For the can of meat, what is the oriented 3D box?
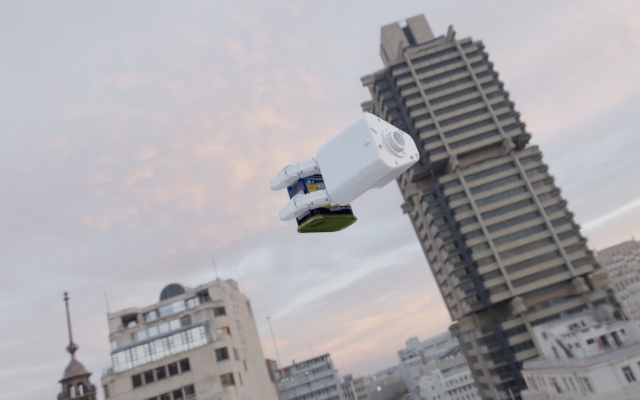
[{"bbox_3d":[0.000,0.002,0.764,0.102,0.084,0.057,1,-27,-41],"label":"can of meat"}]
